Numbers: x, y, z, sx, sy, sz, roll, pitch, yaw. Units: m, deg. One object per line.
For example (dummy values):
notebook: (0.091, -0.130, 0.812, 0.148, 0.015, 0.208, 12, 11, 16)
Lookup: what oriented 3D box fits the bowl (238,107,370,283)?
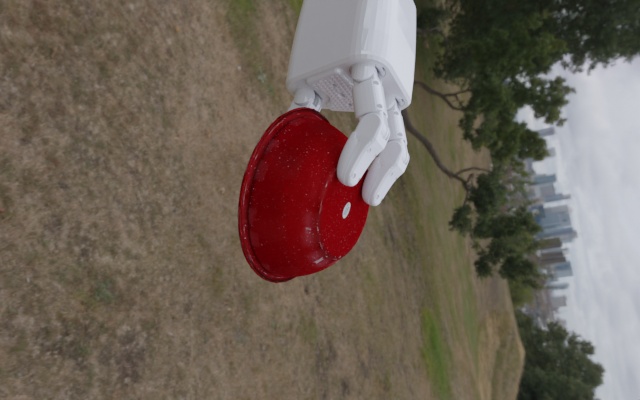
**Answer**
bowl: (0.000, 0.003, 0.424, 0.055, 0.162, 0.162, 13, 7, 30)
